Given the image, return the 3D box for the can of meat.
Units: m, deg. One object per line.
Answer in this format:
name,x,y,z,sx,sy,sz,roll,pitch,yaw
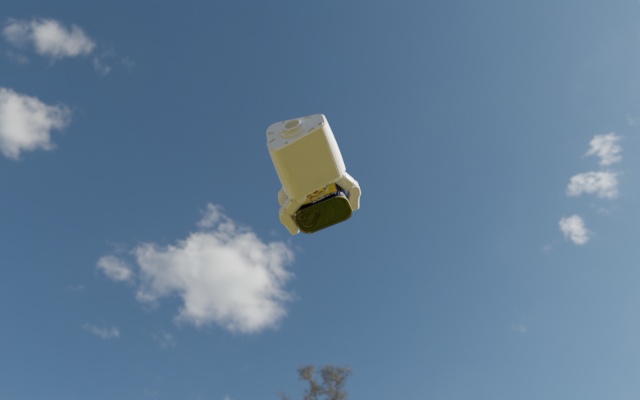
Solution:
can of meat,0.000,0.003,0.882,0.102,0.057,0.084,-22,37,6
